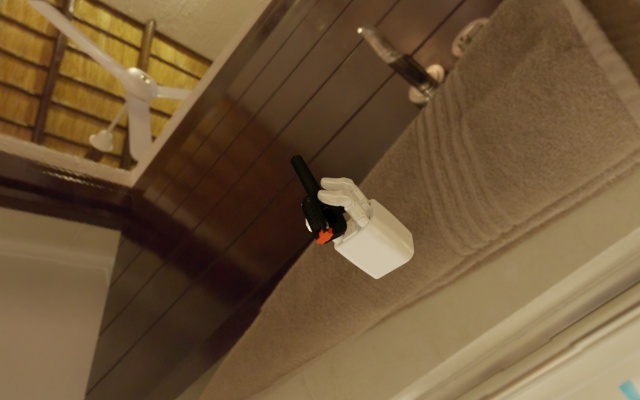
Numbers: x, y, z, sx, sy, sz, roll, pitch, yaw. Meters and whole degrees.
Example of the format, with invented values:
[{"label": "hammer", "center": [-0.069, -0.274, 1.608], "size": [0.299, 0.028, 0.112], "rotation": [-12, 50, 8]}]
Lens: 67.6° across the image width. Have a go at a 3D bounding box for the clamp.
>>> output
[{"label": "clamp", "center": [0.000, 0.004, 0.866], "size": [0.164, 0.036, 0.210], "rotation": [39, 24, -13]}]
